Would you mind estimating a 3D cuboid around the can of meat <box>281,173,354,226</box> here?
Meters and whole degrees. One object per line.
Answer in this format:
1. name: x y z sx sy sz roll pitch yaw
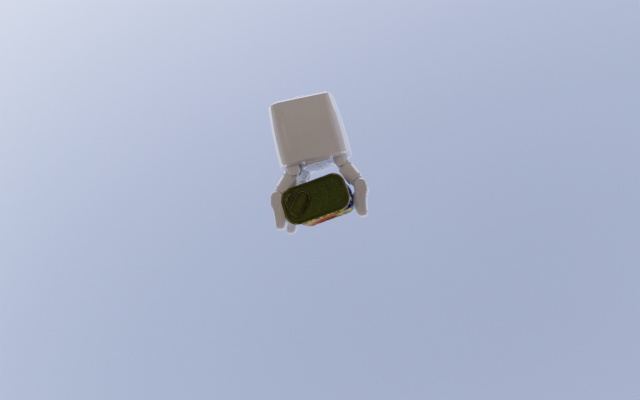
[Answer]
1. can of meat: 0.000 0.002 0.741 0.102 0.057 0.084 -20 -10 9
